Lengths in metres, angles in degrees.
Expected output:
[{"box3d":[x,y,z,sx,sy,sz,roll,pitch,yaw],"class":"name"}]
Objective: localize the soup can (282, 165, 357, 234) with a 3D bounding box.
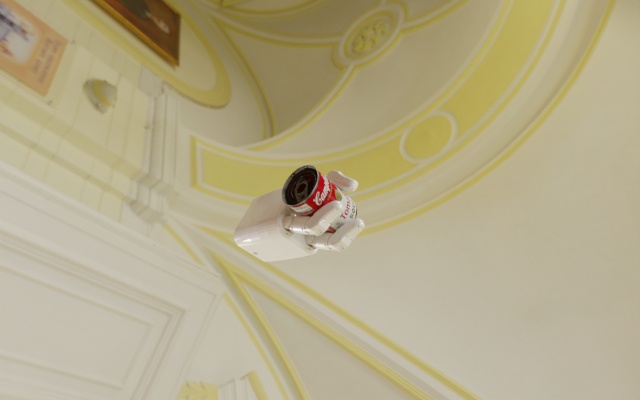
[{"box3d":[0.001,0.002,0.718,0.068,0.068,0.102,0,-29,44],"class":"soup can"}]
